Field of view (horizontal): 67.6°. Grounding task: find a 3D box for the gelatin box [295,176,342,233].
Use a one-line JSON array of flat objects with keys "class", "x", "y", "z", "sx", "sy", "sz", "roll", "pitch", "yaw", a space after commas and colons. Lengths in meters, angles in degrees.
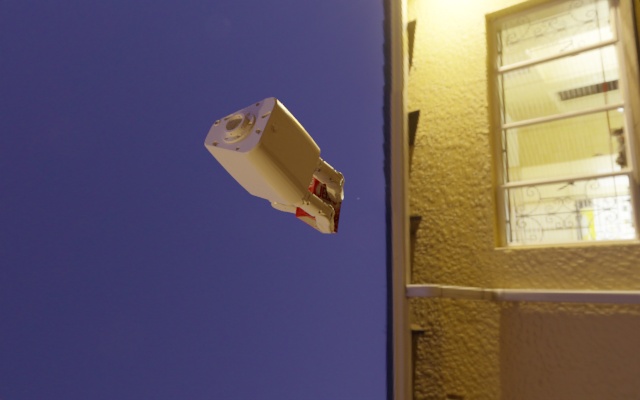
[{"class": "gelatin box", "x": 0.000, "y": 0.002, "z": 0.719, "sx": 0.030, "sy": 0.073, "sz": 0.089, "roll": -2, "pitch": -21, "yaw": 29}]
